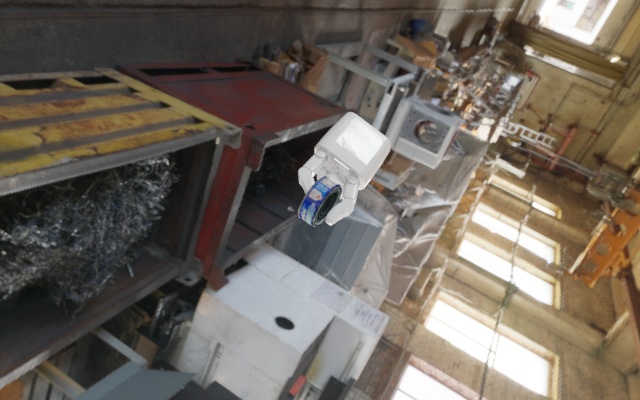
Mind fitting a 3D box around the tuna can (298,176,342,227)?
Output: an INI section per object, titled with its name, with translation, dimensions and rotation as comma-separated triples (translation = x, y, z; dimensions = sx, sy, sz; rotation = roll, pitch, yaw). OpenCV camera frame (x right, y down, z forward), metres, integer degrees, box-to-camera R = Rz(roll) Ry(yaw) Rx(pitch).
[tuna can]
translation = 0.001, 0.003, 0.822
dimensions = 0.033, 0.086, 0.086
rotation = 34, 11, 17
